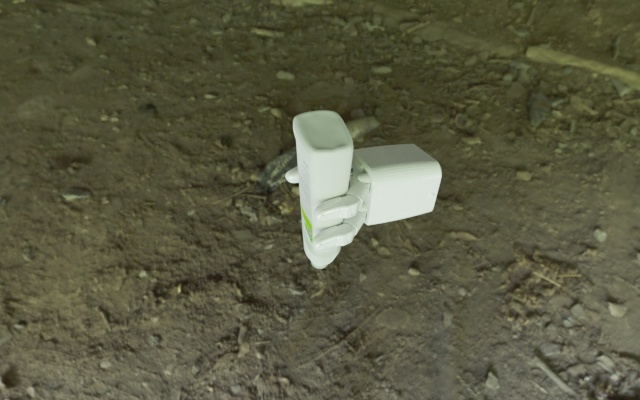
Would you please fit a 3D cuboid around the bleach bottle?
[{"bbox_3d":[0.000,0.002,0.695,0.068,0.251,0.102,-9,44,-12],"label":"bleach bottle"}]
